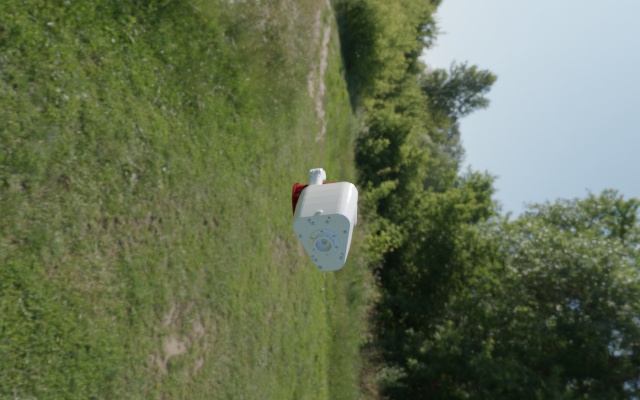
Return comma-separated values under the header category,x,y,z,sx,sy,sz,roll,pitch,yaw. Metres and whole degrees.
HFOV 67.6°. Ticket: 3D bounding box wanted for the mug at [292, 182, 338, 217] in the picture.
category,x,y,z,sx,sy,sz,roll,pitch,yaw
mug,0.001,0.002,0.898,0.081,0.093,0.117,-5,28,12
